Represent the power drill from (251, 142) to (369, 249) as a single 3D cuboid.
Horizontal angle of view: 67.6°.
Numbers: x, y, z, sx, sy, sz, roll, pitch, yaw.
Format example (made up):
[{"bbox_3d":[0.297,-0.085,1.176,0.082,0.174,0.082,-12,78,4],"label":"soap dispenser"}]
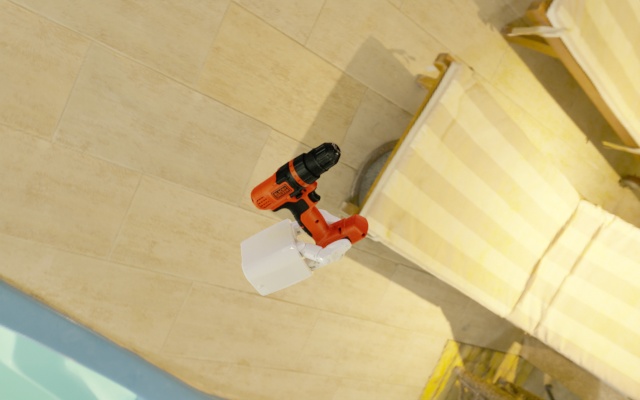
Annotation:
[{"bbox_3d":[0.000,0.003,0.827,0.184,0.188,0.057,-30,27,28],"label":"power drill"}]
